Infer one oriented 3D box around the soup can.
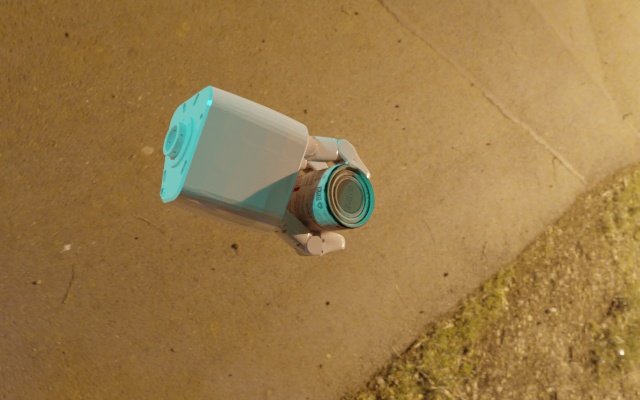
[{"bbox_3d":[0.001,0.002,0.517,0.068,0.068,0.102,0,-8,-39],"label":"soup can"}]
